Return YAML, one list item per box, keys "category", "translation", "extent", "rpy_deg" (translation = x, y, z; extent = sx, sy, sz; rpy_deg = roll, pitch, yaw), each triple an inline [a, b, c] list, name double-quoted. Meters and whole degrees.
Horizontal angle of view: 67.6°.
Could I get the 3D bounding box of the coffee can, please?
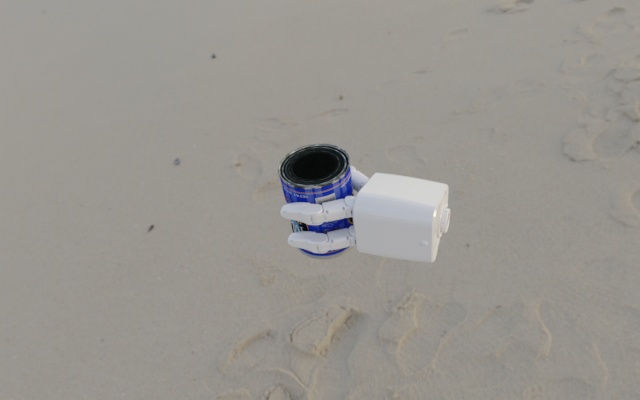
- category: "coffee can"
  translation: [0.000, 0.002, 0.706]
  extent: [0.103, 0.140, 0.102]
  rpy_deg: [-6, 40, 5]
